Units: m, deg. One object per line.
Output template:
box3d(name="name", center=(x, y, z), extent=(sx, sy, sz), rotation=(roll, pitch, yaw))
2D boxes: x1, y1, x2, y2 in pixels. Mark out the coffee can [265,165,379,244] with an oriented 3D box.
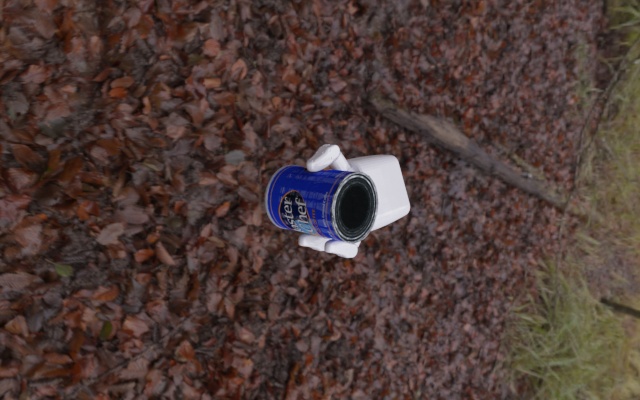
box3d(name="coffee can", center=(0.000, 0.002, 0.714), extent=(0.140, 0.103, 0.103), rotation=(9, 6, 43))
